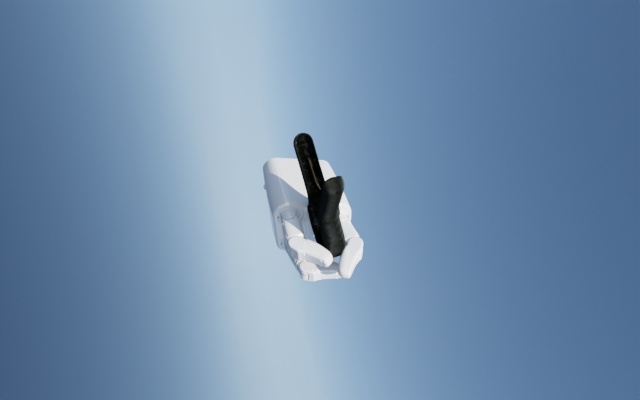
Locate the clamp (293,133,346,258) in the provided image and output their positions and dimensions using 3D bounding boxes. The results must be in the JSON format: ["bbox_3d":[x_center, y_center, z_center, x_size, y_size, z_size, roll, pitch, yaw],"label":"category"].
[{"bbox_3d":[0.001,0.002,0.596,0.039,0.172,0.120,-12,46,-10],"label":"clamp"}]
